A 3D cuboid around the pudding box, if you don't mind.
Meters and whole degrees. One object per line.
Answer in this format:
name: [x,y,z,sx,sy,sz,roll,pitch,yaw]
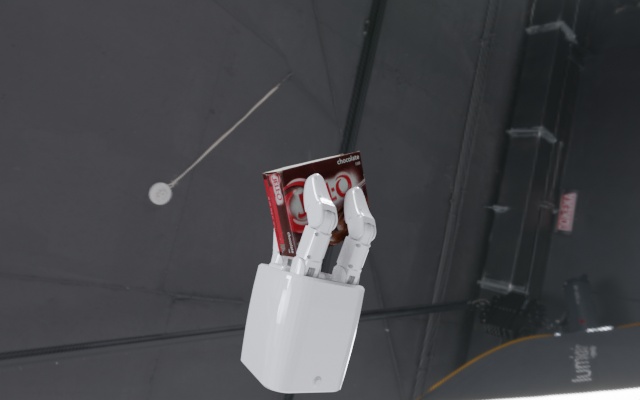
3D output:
pudding box: [0.000,0.002,0.508,0.113,0.090,0.039,-19,13,-40]
